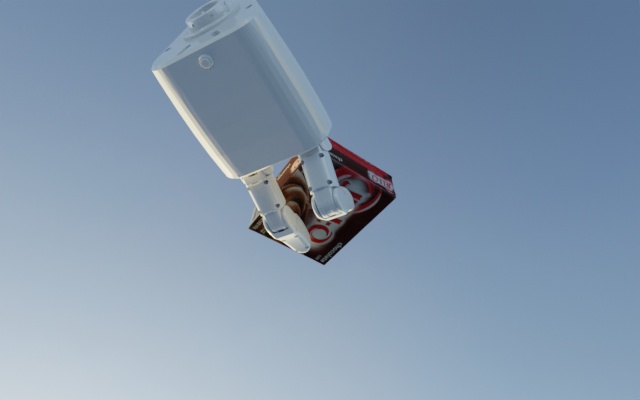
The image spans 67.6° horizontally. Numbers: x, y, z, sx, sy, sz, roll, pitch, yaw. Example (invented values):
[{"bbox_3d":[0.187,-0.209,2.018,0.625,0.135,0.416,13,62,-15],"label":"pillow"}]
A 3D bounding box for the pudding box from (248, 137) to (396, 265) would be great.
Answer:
[{"bbox_3d":[0.000,0.001,0.446,0.090,0.039,0.113,29,-54,-21],"label":"pudding box"}]
